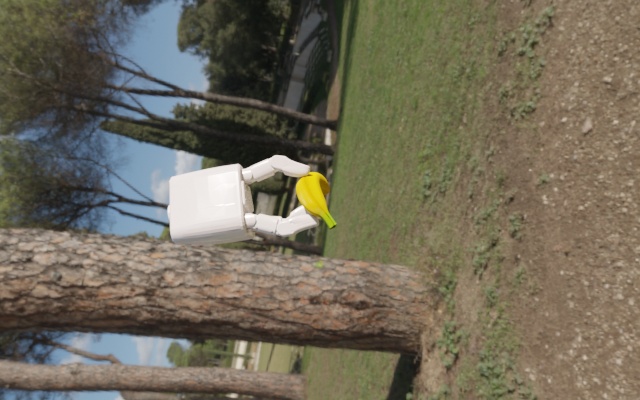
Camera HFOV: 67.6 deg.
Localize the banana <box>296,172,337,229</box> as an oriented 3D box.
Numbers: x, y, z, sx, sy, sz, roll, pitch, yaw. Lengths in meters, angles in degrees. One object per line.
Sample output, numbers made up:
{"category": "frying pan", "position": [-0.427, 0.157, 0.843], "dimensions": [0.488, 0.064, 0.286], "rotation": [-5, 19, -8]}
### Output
{"category": "banana", "position": [-0.009, -0.012, 0.738], "dimensions": [0.037, 0.070, 0.197], "rotation": [-29, 15, 8]}
